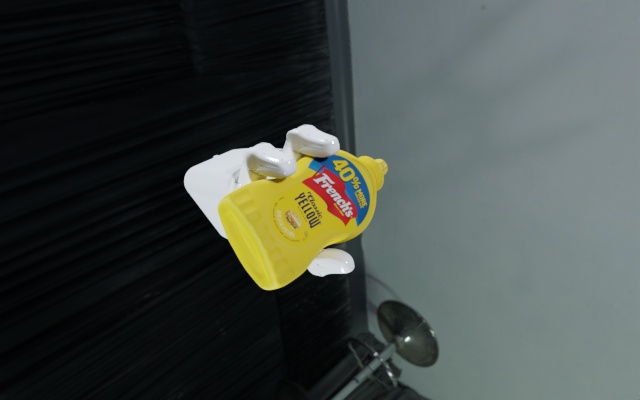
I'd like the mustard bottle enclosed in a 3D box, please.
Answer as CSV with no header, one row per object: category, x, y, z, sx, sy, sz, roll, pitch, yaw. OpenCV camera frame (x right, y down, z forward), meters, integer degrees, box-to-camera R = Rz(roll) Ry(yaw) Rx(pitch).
mustard bottle,0.000,0.002,0.476,0.191,0.096,0.058,-30,1,-35
